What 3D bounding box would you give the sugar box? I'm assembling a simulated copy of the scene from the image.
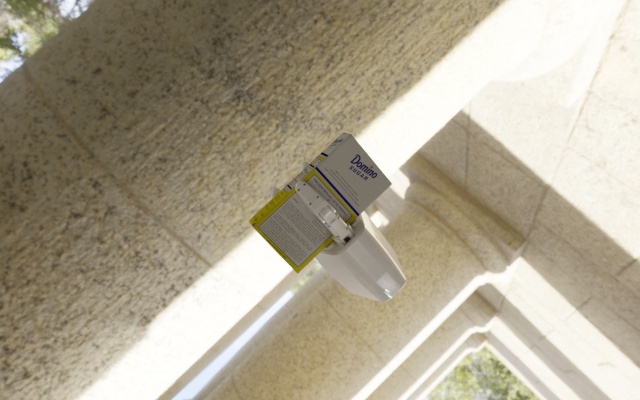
[{"bbox_3d":[0.000,0.002,0.639,0.176,0.093,0.048,-43,19,-4],"label":"sugar box"}]
